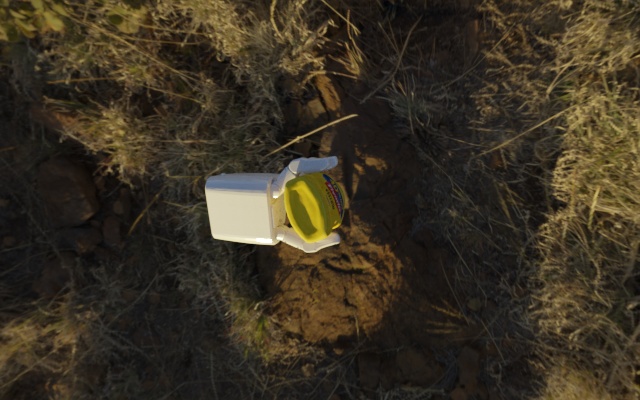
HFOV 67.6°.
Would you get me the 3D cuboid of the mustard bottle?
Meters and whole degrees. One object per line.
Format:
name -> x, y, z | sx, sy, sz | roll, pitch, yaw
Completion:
mustard bottle -> 0.000, 0.002, 0.758 | 0.058, 0.096, 0.191 | -22, 2, 15
